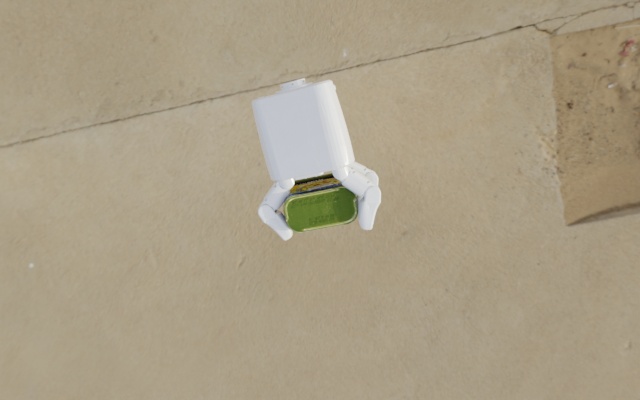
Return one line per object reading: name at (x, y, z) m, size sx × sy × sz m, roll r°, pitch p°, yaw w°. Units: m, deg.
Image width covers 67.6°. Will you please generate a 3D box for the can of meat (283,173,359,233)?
can of meat at (0.000, 0.002, 0.653) m, size 0.102 × 0.057 × 0.084 m, roll -11°, pitch 14°, yaw 2°
